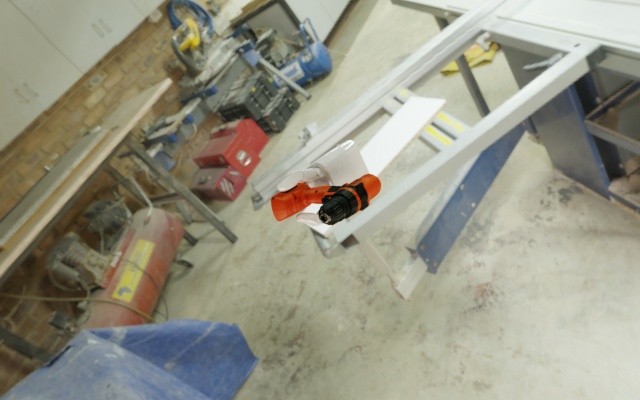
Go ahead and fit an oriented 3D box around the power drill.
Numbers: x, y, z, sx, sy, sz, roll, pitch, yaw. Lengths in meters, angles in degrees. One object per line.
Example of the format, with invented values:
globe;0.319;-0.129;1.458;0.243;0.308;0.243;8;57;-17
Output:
power drill;0.000;0.003;0.897;0.187;0.057;0.184;-3;17;36
